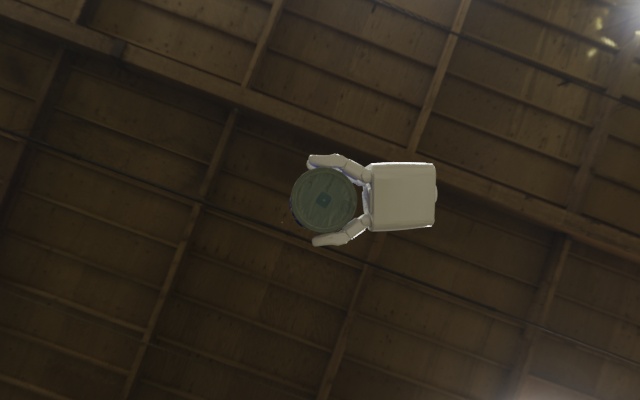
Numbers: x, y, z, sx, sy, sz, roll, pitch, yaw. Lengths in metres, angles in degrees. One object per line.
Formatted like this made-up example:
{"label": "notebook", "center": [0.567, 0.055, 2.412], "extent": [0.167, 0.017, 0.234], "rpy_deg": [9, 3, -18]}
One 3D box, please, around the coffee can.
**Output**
{"label": "coffee can", "center": [0.000, 0.003, 0.801], "extent": [0.103, 0.103, 0.140], "rpy_deg": [0, -3, -5]}
